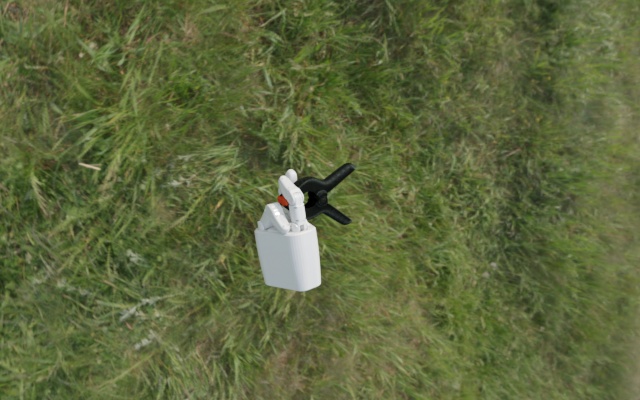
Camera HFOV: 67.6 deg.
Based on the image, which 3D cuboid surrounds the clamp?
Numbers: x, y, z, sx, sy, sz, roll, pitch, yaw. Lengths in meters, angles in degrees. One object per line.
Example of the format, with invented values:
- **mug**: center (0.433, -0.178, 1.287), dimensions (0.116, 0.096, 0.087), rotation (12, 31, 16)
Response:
- **clamp**: center (0.000, 0.003, 0.881), dimensions (0.171, 0.120, 0.039), rotation (-16, 15, -33)
